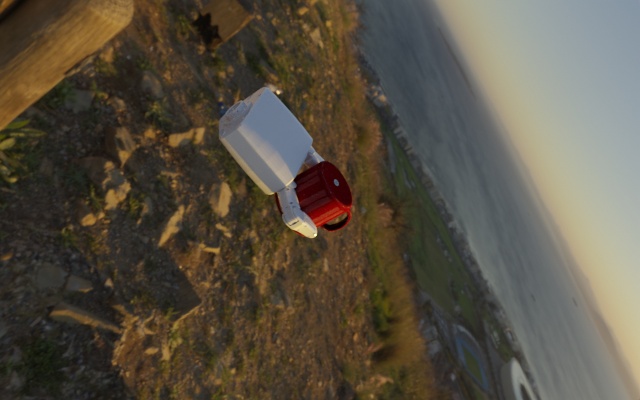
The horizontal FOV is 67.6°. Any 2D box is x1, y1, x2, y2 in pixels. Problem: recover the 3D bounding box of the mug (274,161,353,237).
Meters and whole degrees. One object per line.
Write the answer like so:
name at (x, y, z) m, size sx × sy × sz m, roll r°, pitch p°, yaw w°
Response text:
mug at (0.001, 0.003, 0.705) m, size 0.081 × 0.117 × 0.093 m, roll -29°, pitch 30°, yaw 24°
